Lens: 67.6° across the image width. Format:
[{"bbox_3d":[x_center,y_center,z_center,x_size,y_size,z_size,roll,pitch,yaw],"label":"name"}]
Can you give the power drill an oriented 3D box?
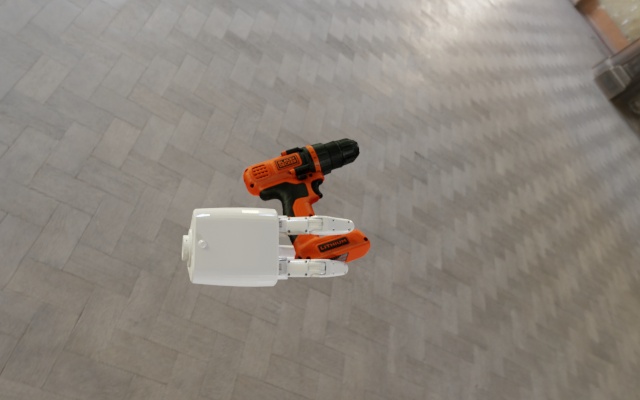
[{"bbox_3d":[0.000,0.003,0.693,0.184,0.187,0.057,-20,-27,-12],"label":"power drill"}]
